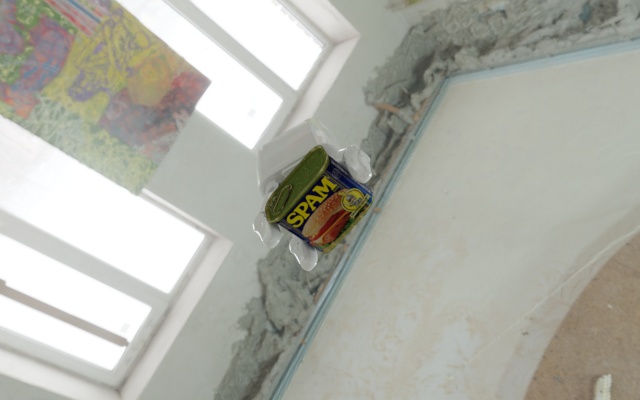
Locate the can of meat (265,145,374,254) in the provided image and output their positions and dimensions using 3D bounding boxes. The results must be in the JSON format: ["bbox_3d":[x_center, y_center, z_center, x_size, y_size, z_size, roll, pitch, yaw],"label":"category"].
[{"bbox_3d":[0.000,0.002,0.556,0.084,0.102,0.057,36,14,-27],"label":"can of meat"}]
